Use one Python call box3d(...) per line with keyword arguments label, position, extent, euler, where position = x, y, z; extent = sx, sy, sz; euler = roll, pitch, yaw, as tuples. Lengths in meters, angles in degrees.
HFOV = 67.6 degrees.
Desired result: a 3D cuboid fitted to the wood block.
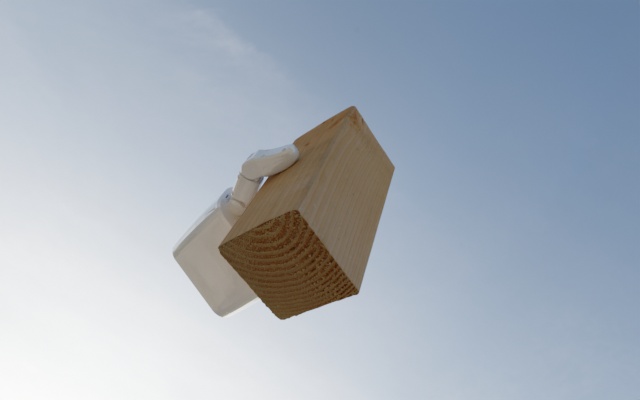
box3d(label="wood block", position=(0.000, 0.001, 0.464), extent=(0.090, 0.091, 0.206), euler=(-26, 22, 30))
